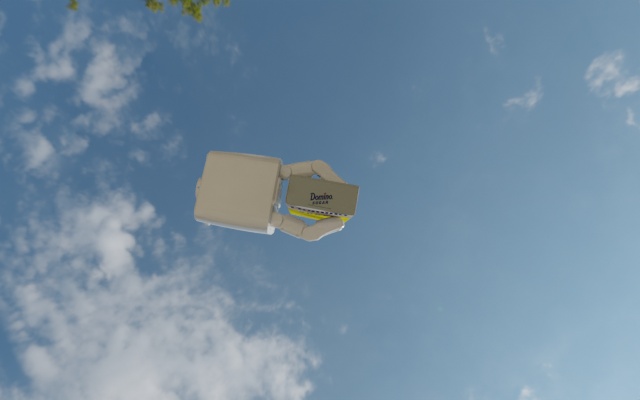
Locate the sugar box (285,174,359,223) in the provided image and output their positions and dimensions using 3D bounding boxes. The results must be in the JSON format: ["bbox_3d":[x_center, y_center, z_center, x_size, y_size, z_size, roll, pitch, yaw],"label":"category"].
[{"bbox_3d":[0.000,0.003,0.693,0.093,0.048,0.176,10,-4,0],"label":"sugar box"}]
